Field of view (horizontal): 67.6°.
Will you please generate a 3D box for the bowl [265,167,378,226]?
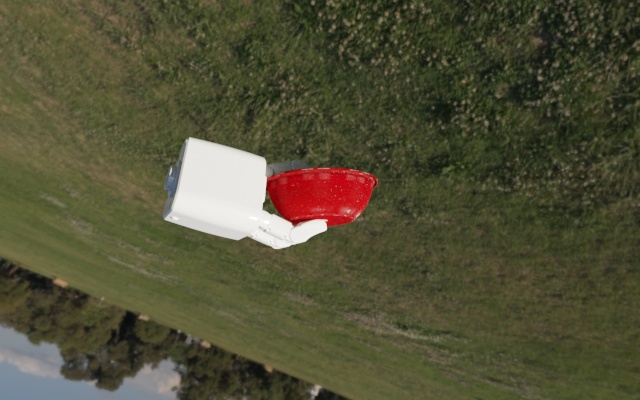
[{"bbox_3d":[0.001,0.003,0.663,0.162,0.055,0.162,-2,-12,0],"label":"bowl"}]
